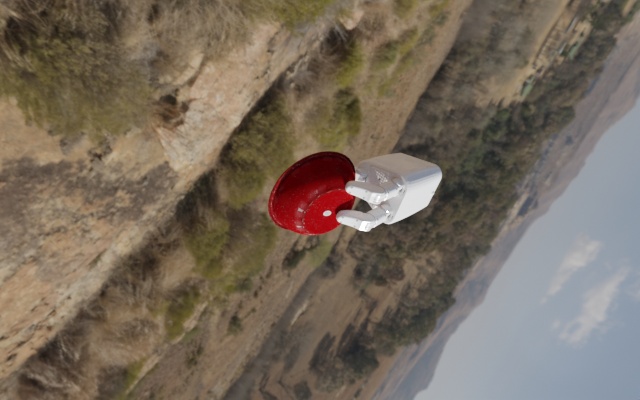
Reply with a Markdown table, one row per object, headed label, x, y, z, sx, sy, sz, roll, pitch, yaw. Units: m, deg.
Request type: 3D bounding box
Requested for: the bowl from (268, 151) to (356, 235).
| label | x | y | z | sx | sy | sz | roll | pitch | yaw |
| --- | --- | --- | --- | --- | --- | --- | --- | --- | --- |
| bowl | -0.001 | 0.003 | 0.765 | 0.162 | 0.162 | 0.055 | 0 | 38 | -37 |
